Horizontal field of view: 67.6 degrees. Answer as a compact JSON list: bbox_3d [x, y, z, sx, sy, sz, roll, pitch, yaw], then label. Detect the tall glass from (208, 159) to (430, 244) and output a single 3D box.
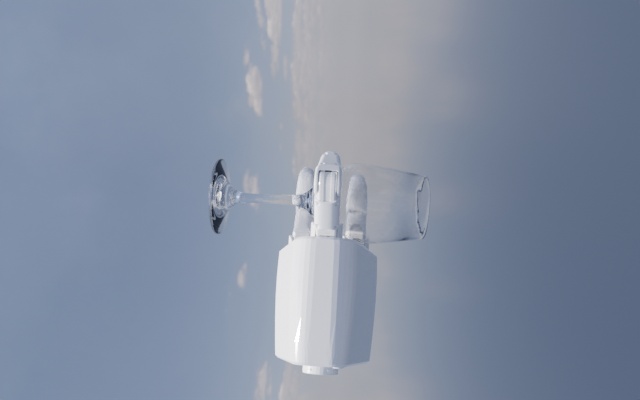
[{"bbox_3d":[-0.001,0.001,0.463,0.201,0.079,0.079,3,0,3],"label":"tall glass"}]
